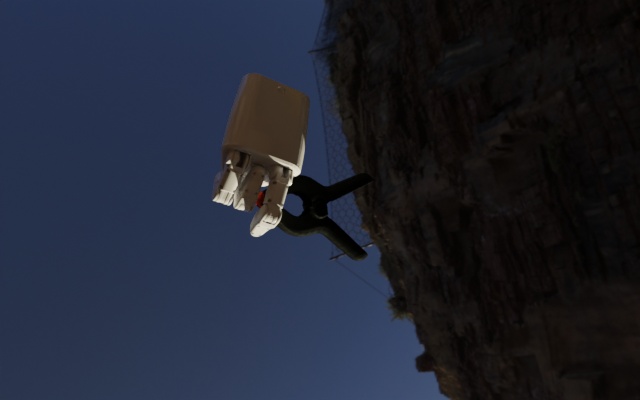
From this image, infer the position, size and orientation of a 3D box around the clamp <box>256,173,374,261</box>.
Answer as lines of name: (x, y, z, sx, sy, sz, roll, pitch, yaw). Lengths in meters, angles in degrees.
clamp: (0.000, 0.002, 0.628, 0.171, 0.120, 0.039, 21, -21, -27)
